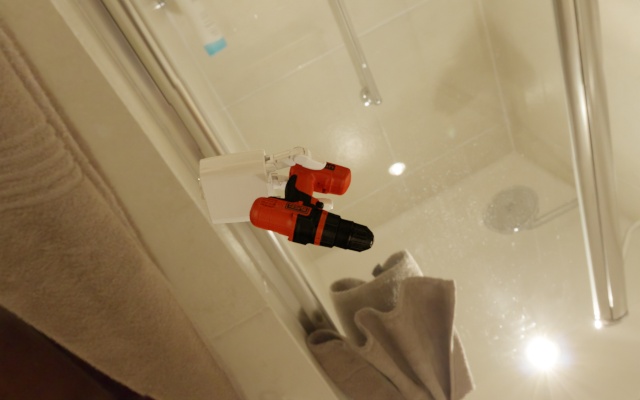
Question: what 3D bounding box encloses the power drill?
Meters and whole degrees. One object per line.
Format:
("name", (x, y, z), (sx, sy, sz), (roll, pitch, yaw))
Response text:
("power drill", (0.000, 0.002, 0.749), (0.184, 0.057, 0.187), (16, 30, 3))
